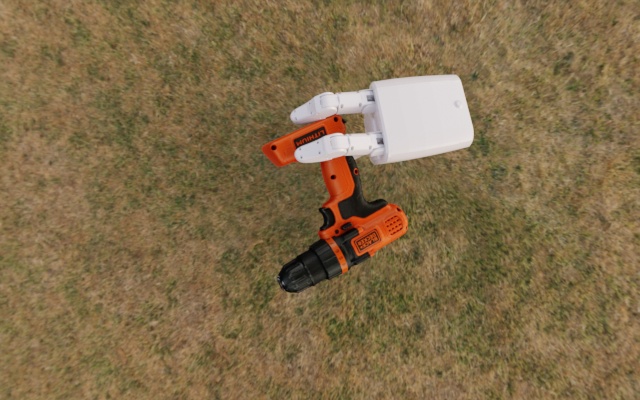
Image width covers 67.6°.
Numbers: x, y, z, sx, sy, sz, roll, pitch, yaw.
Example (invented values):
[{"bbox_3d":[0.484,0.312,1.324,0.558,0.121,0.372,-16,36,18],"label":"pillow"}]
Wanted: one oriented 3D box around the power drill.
[{"bbox_3d":[0.000,0.001,0.596,0.184,0.188,0.057,-28,11,-16],"label":"power drill"}]
